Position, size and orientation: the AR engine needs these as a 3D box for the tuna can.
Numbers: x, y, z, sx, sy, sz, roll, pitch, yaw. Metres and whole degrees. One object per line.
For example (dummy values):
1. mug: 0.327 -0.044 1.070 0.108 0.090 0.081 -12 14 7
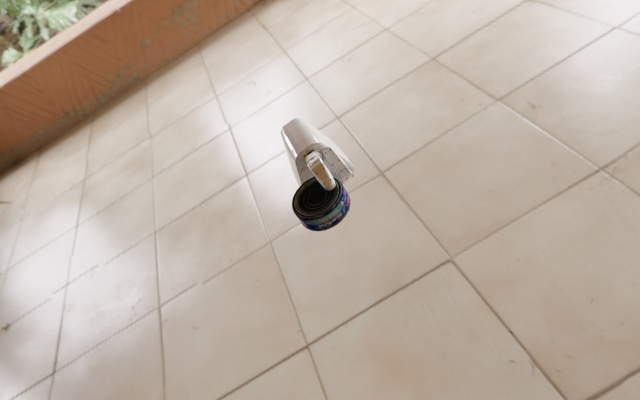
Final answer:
1. tuna can: 0.000 0.002 0.724 0.086 0.086 0.034 0 -37 30
